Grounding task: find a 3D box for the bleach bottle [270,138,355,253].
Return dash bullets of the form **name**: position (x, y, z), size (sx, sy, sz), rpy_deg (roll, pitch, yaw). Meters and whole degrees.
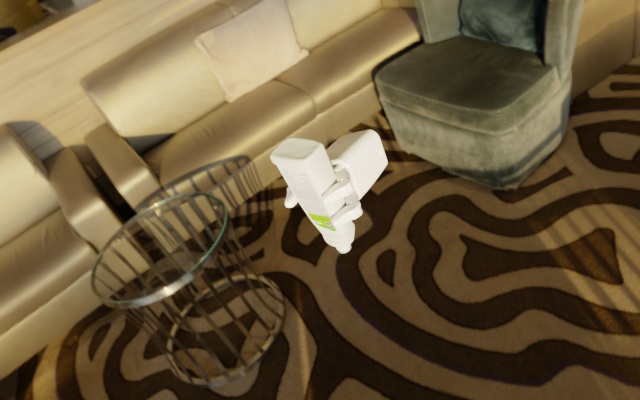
- **bleach bottle**: position (0.000, 0.003, 0.899), size (0.102, 0.251, 0.068), rpy_deg (15, 51, 41)
